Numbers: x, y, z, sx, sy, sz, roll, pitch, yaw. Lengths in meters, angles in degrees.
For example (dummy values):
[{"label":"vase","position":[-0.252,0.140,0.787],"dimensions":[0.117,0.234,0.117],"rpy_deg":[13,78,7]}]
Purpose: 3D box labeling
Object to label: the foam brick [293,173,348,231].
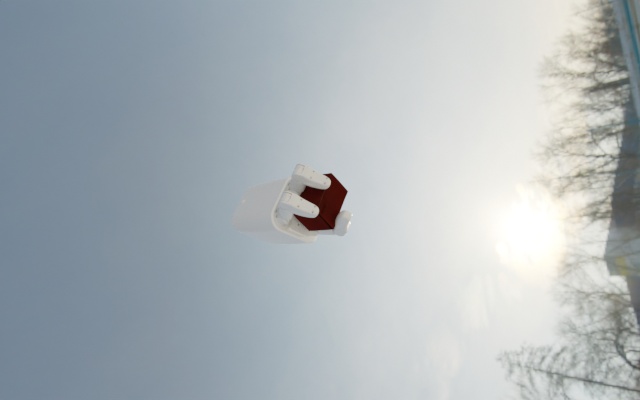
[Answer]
[{"label":"foam brick","position":[0.000,0.002,0.769],"dimensions":[0.051,0.078,0.053],"rpy_deg":[-6,-41,39]}]
